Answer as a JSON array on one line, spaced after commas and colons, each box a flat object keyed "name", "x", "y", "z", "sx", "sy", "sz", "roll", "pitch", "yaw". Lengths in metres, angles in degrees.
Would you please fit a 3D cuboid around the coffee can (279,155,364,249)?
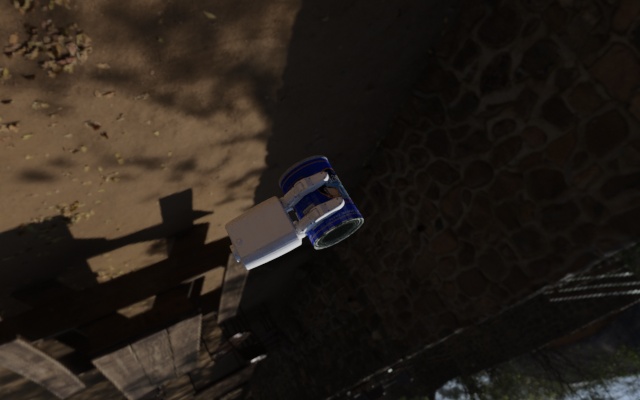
[{"name": "coffee can", "x": 0.000, "y": 0.003, "z": 0.875, "sx": 0.103, "sy": 0.140, "sz": 0.103, "roll": -27, "pitch": -19, "yaw": -10}]
